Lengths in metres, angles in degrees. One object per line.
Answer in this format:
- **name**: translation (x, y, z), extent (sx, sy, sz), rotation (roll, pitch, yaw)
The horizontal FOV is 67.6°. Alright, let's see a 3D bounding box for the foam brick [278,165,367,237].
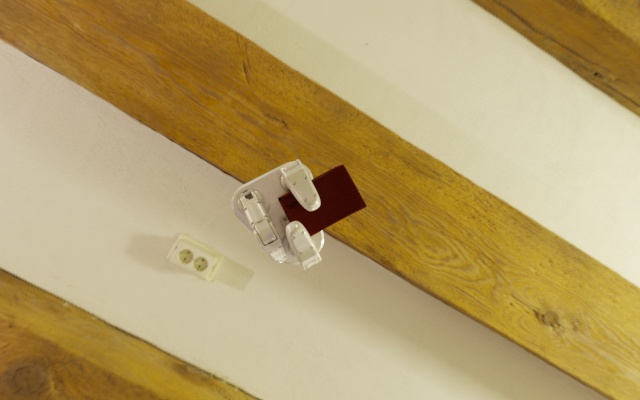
- **foam brick**: translation (0.000, 0.002, 0.517), extent (0.078, 0.053, 0.051), rotation (-28, 4, -6)
